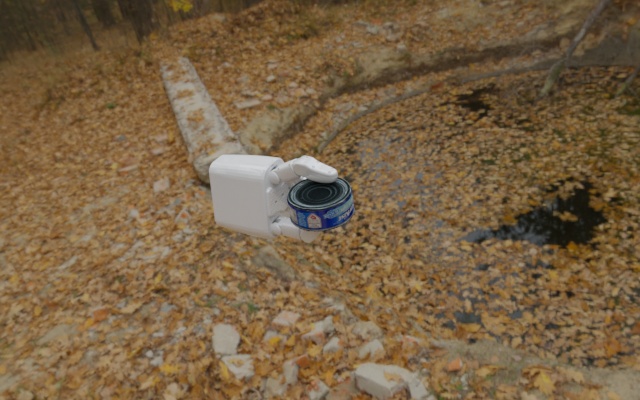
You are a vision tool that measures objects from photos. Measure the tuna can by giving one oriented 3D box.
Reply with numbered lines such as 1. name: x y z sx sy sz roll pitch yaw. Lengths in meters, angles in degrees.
1. tuna can: 0.000 0.002 0.617 0.086 0.034 0.086 -6 32 4
